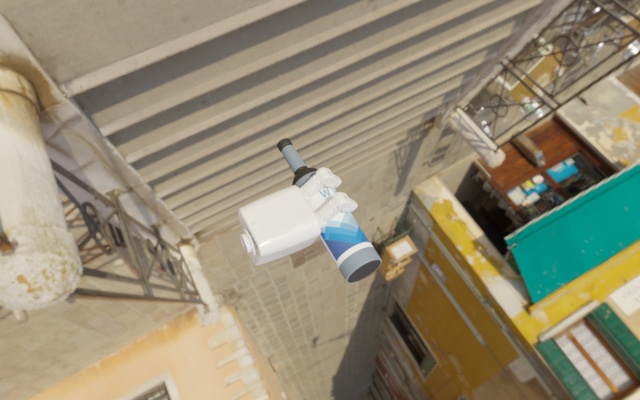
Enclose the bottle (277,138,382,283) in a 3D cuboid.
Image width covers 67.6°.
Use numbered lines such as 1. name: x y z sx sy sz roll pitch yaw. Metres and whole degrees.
1. bottle: 0.000 0.003 0.829 0.069 0.295 0.069 -25 -28 -14
